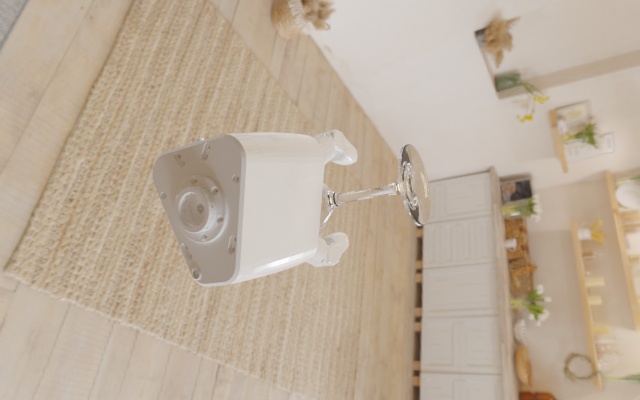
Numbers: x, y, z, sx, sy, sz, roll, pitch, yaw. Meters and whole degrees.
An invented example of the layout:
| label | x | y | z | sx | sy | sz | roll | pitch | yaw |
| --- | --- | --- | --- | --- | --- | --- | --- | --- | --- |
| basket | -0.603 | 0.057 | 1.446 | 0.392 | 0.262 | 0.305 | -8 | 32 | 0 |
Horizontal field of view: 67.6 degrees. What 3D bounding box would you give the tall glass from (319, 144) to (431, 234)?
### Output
| label | x | y | z | sx | sy | sz | roll | pitch | yaw |
| --- | --- | --- | --- | --- | --- | --- | --- | --- | --- |
| tall glass | 0.001 | 0.001 | 0.474 | 0.201 | 0.079 | 0.079 | -10 | -5 | 30 |
